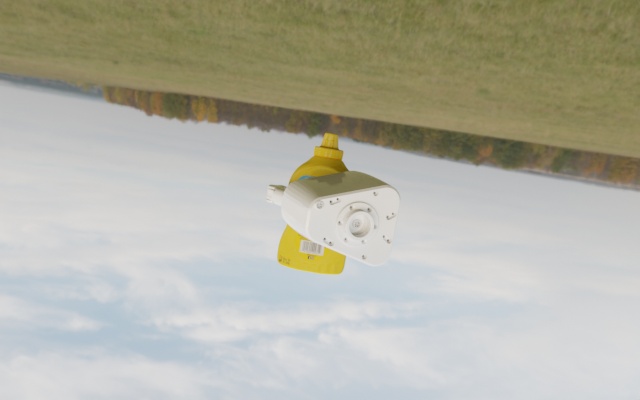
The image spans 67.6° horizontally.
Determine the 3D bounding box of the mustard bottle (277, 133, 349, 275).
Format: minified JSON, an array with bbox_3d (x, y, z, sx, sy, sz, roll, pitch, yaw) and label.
[{"bbox_3d":[0.000,0.002,0.665,0.096,0.191,0.058,10,7,4],"label":"mustard bottle"}]
